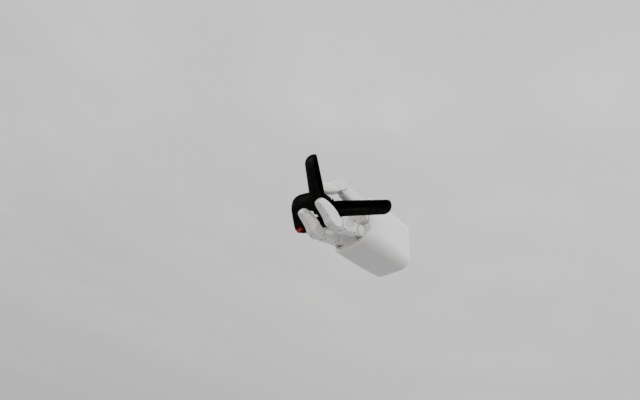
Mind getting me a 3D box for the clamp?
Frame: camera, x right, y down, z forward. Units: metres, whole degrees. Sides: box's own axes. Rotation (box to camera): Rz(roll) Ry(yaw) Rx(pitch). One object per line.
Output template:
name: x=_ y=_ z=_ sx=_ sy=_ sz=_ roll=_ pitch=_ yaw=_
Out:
clamp: x=0.000 y=0.002 z=0.843 sx=0.164 sy=0.036 sz=0.210 roll=36 pitch=-37 yaw=-19
